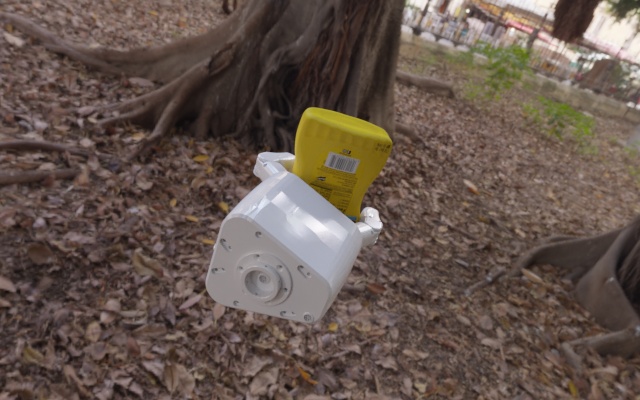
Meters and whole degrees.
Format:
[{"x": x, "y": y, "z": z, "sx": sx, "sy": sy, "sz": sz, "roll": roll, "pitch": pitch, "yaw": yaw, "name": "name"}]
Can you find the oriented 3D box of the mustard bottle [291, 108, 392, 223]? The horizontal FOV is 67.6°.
[{"x": 0.000, "y": 0.001, "z": 0.524, "sx": 0.096, "sy": 0.192, "sz": 0.058, "roll": 14, "pitch": 26, "yaw": -14, "name": "mustard bottle"}]
